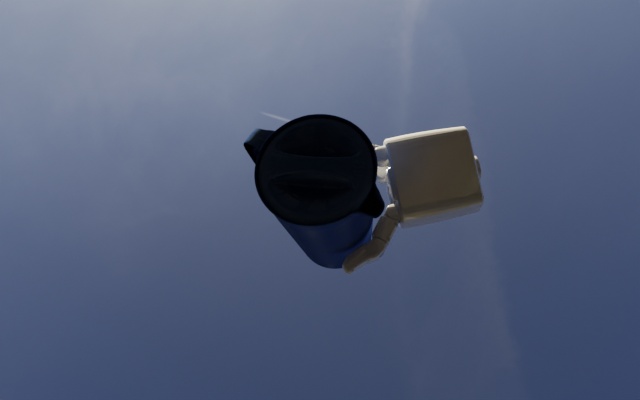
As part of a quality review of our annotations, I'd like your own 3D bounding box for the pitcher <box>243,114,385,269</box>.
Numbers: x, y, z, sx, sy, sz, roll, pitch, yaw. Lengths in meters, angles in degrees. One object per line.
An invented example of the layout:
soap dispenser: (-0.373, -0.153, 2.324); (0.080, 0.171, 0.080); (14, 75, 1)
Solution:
pitcher: (0.000, 0.002, 0.615); (0.145, 0.149, 0.243); (-13, -23, 2)
